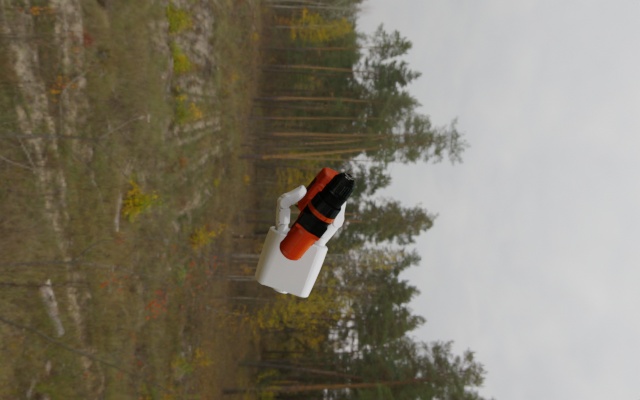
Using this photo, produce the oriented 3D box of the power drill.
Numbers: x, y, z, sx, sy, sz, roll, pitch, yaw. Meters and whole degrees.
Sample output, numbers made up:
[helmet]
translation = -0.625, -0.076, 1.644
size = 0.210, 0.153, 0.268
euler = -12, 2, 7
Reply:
[power drill]
translation = 0.000, 0.003, 0.865
size = 0.057, 0.184, 0.187
euler = 37, 20, -7
